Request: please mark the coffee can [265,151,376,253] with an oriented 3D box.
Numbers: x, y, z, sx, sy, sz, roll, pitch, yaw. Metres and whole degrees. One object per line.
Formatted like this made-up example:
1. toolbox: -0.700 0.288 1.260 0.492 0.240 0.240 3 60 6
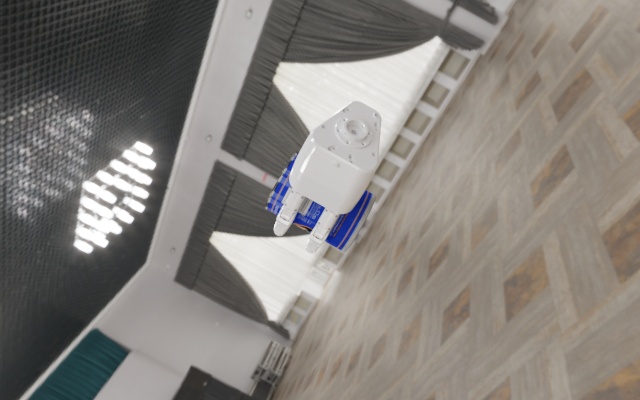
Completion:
1. coffee can: 0.000 0.003 0.738 0.140 0.103 0.103 29 0 0
